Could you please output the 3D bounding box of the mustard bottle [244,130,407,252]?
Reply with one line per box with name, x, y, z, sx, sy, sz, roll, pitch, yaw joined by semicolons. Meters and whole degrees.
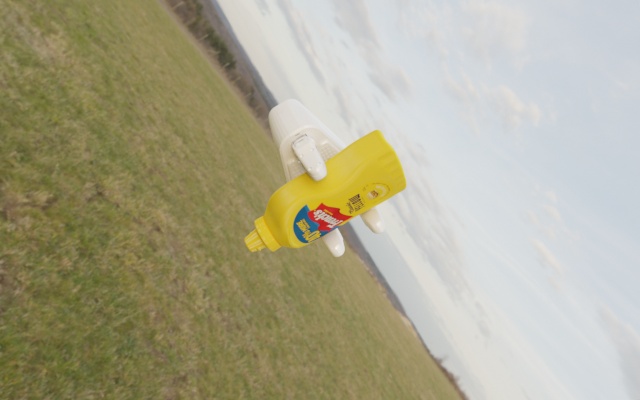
mustard bottle;0.000;0.002;0.535;0.191;0.058;0.096;-30;-30;2
